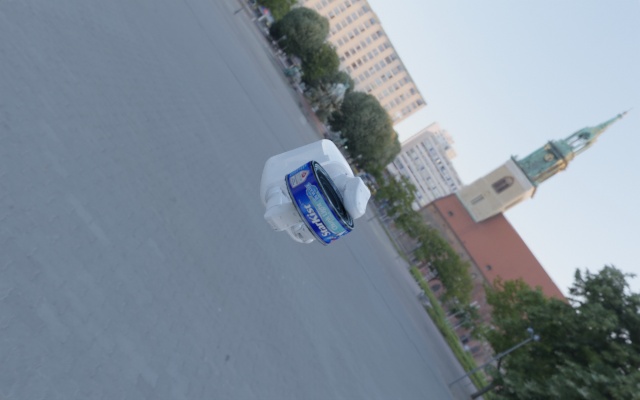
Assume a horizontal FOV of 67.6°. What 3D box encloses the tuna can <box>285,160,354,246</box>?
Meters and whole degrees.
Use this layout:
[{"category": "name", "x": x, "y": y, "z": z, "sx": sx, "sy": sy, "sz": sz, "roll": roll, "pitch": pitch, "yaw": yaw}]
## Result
[{"category": "tuna can", "x": 0.001, "y": 0.001, "z": 0.495, "sx": 0.034, "sy": 0.086, "sz": 0.086, "roll": -30, "pitch": -6, "yaw": 11}]
